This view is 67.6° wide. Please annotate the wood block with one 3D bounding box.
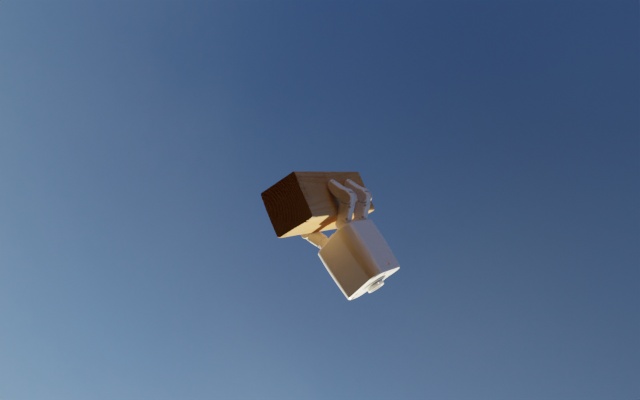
[{"bbox_3d":[0.000,0.003,0.900,0.091,0.090,0.206,-32,-16,33],"label":"wood block"}]
